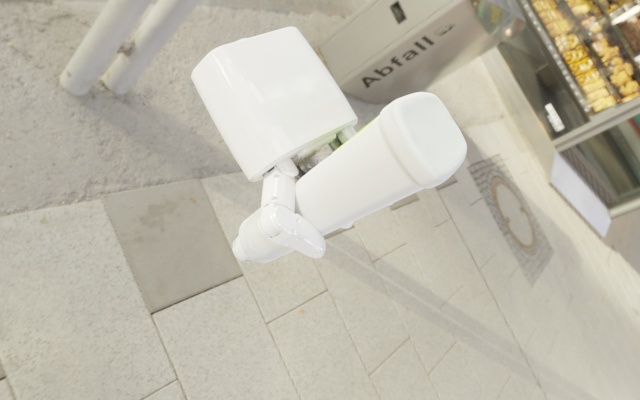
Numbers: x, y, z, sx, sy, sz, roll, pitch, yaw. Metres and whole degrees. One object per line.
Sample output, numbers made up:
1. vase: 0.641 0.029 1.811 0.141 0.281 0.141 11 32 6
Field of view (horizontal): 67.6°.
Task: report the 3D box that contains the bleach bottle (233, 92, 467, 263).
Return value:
1. bleach bottle: 0.000 0.001 0.424 0.251 0.068 0.102 -32 0 36
